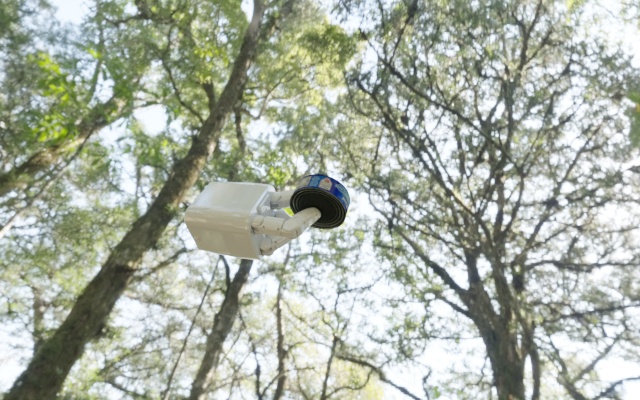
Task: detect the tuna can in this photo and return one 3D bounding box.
[{"bbox_3d":[0.000,0.002,0.700,0.086,0.033,0.086,12,-42,11],"label":"tuna can"}]
